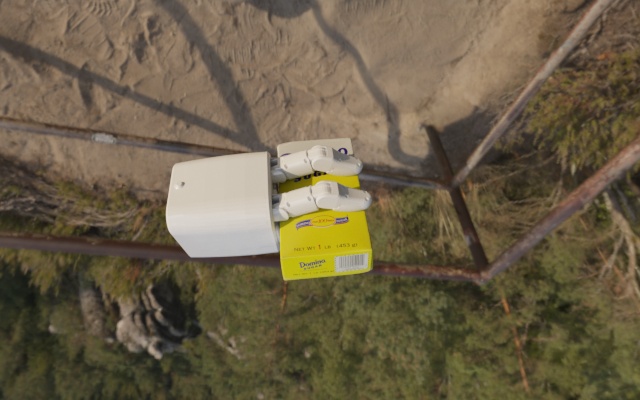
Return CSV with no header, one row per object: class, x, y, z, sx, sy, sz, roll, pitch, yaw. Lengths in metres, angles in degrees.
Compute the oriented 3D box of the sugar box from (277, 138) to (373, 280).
sugar box,0.000,0.001,0.533,0.093,0.176,0.048,-5,-41,-3
